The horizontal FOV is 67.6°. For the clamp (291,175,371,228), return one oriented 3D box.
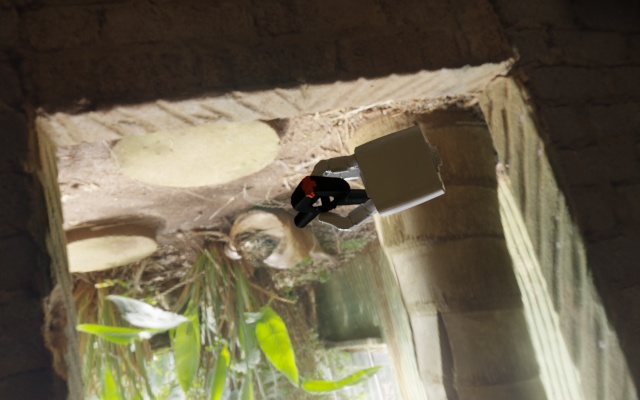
[{"bbox_3d":[0.000,0.003,0.770,0.164,0.036,0.210,-22,-16,17],"label":"clamp"}]
